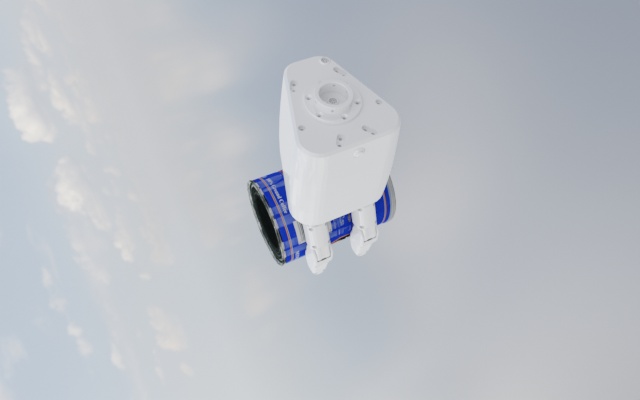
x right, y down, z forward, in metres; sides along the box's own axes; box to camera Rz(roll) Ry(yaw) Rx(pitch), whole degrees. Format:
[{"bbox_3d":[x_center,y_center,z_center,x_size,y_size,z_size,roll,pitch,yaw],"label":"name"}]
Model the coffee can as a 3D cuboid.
[{"bbox_3d":[0.000,0.002,0.550,0.140,0.103,0.103,-21,6,-16],"label":"coffee can"}]
